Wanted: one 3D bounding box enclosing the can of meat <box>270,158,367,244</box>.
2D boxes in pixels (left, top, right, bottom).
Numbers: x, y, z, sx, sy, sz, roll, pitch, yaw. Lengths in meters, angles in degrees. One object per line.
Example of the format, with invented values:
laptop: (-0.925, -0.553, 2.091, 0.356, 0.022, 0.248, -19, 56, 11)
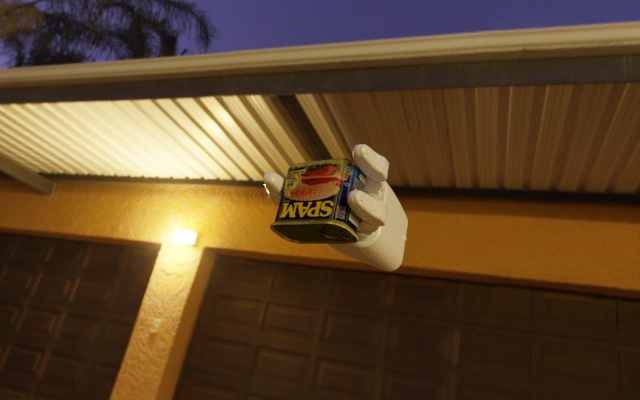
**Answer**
can of meat: (0.000, 0.002, 0.560, 0.102, 0.084, 0.057, -3, -28, 32)
